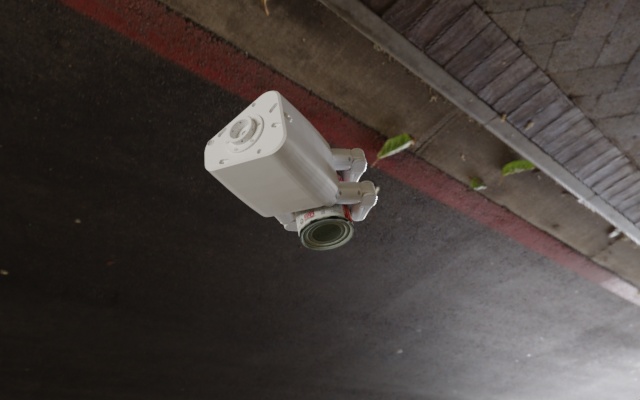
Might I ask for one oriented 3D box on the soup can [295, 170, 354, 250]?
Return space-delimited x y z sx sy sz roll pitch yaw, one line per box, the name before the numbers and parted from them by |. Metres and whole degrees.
soup can | 0.000 0.002 0.596 0.068 0.102 0.069 -7 -38 -6
